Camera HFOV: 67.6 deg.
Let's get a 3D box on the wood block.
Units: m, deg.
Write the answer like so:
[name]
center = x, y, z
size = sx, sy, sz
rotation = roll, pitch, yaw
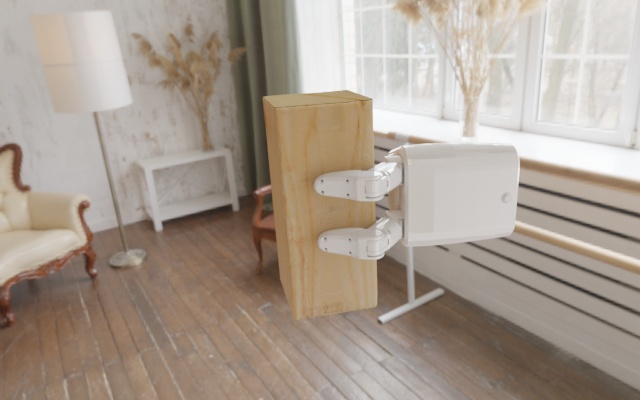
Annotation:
[wood block]
center = 0.000, 0.001, 0.477
size = 0.090, 0.206, 0.090
rotation = -7, 19, -10
